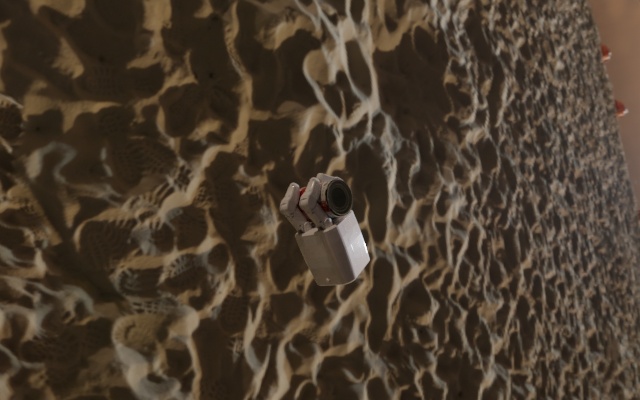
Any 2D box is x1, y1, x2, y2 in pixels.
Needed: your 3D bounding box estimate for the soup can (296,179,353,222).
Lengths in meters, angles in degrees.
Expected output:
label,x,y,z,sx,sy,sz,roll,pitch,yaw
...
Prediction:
label,x,y,z,sx,sy,sz,roll,pitch,yaw
soup can,0.000,0.002,0.866,0.068,0.068,0.102,0,-9,-43
